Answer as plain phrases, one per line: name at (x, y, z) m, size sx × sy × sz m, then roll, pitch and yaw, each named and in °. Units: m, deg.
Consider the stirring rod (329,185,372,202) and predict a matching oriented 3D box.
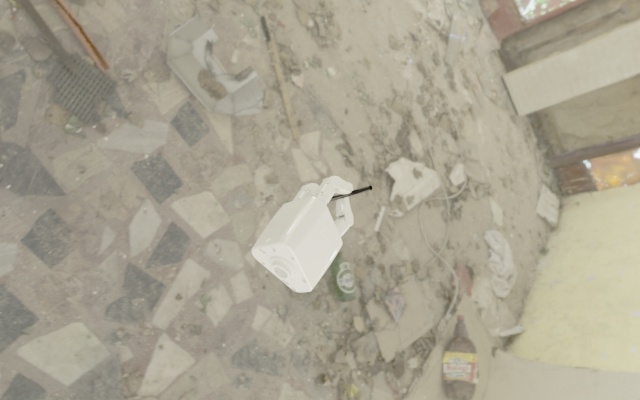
stirring rod at (0.000, 0.003, 0.868) m, size 0.011 × 0.011 × 0.239 m, roll 0°, pitch -11°, yaw -44°
